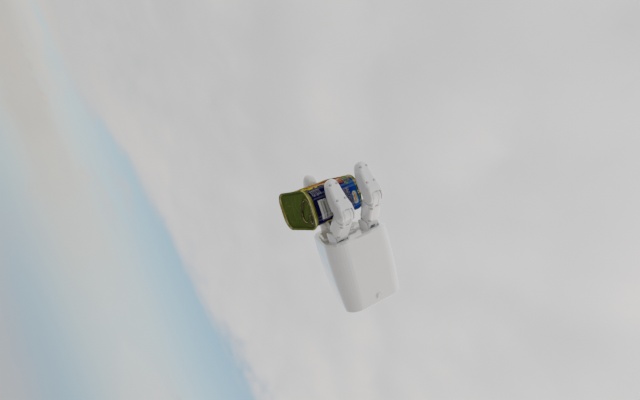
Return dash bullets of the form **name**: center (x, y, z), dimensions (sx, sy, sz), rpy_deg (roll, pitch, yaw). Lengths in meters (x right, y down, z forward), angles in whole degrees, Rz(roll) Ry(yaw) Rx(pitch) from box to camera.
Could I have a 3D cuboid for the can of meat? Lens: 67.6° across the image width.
- **can of meat**: center (0.000, 0.002, 0.690), dimensions (0.084, 0.057, 0.102), rpy_deg (-21, 7, -26)
